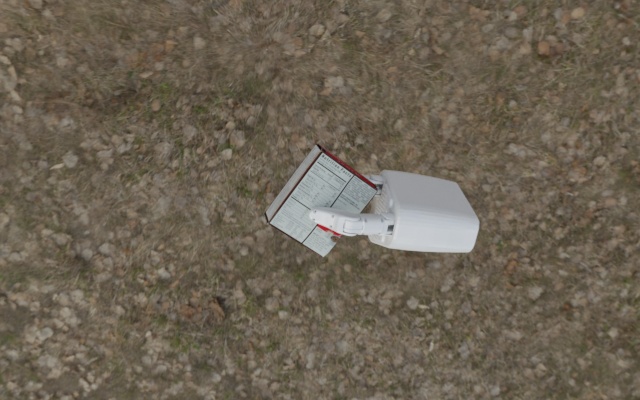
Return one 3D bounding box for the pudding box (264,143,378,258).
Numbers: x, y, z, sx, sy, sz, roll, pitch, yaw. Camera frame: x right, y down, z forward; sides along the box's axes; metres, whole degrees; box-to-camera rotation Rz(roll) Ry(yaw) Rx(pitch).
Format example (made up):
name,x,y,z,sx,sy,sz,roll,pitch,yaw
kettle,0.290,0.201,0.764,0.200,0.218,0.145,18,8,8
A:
name,x,y,z,sx,sy,sz,roll,pitch,yaw
pudding box,0.000,0.002,0.579,0.090,0.113,0.039,34,9,-19
